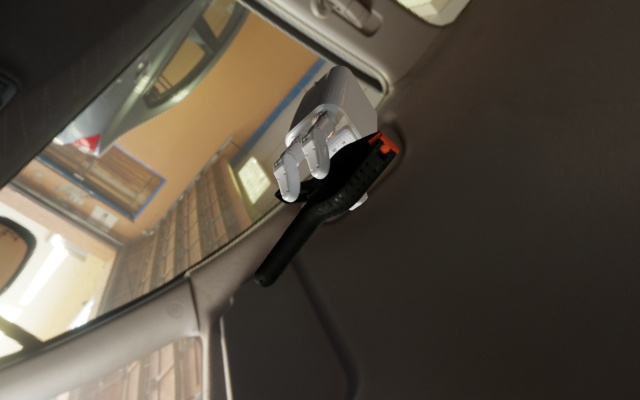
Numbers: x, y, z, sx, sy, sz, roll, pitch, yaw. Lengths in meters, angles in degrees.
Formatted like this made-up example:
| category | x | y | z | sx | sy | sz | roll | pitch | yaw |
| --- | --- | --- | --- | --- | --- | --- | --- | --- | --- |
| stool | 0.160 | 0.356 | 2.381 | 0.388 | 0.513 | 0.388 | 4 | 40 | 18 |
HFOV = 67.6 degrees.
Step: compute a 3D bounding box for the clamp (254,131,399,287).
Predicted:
| category | x | y | z | sx | sy | sz | roll | pitch | yaw |
| --- | --- | --- | --- | --- | --- | --- | --- | --- | --- |
| clamp | 0.001 | 0.002 | 0.540 | 0.036 | 0.164 | 0.210 | 36 | -49 | -23 |
